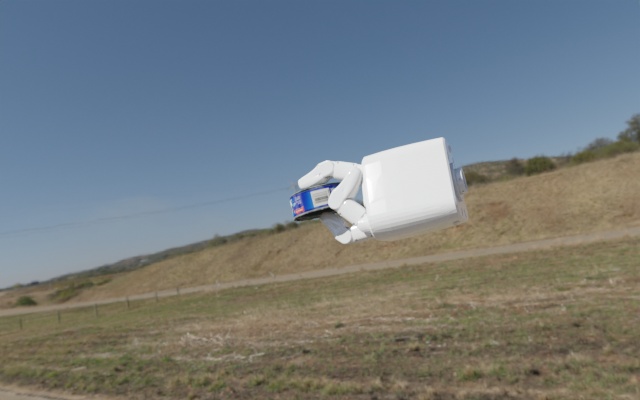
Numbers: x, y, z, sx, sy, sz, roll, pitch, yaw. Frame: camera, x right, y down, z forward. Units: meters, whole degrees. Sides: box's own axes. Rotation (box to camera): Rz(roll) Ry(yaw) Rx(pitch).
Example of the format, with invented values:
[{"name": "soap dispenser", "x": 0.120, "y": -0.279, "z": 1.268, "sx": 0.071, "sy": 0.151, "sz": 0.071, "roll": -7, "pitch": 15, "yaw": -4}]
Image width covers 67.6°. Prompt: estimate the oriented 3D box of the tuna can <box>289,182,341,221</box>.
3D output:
[{"name": "tuna can", "x": 0.000, "y": 0.002, "z": 0.674, "sx": 0.086, "sy": 0.033, "sz": 0.086, "roll": -14, "pitch": -9, "yaw": -2}]
